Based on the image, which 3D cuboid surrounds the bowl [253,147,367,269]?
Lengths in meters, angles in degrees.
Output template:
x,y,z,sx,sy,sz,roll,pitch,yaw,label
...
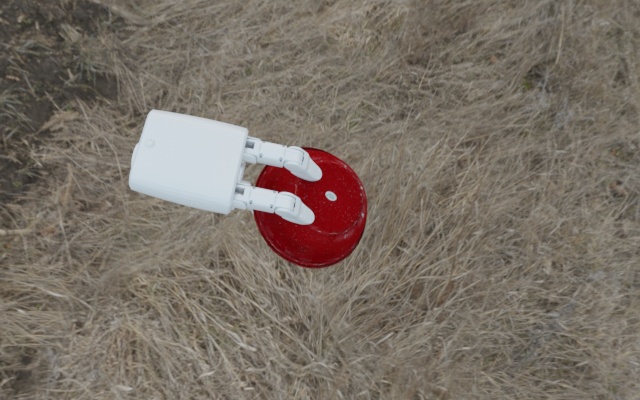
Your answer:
x,y,z,sx,sy,sz,roll,pitch,yaw,label
0.001,0.002,0.599,0.162,0.162,0.055,0,-13,-25,bowl
